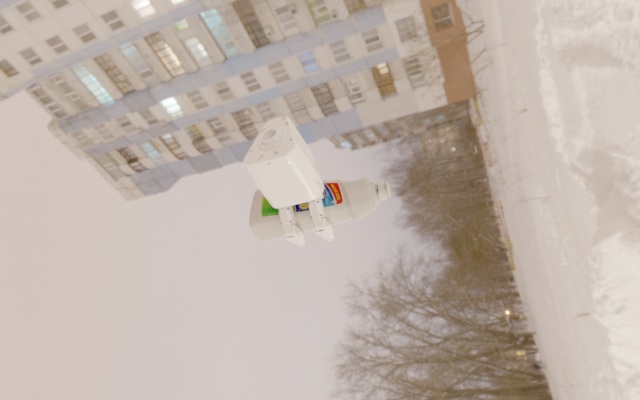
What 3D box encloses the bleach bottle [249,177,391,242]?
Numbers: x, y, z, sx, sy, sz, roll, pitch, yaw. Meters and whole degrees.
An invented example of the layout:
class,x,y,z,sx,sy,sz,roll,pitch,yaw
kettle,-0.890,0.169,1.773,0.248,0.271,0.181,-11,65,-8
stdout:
class,x,y,z,sx,sy,sz,roll,pitch,yaw
bleach bottle,0.000,0.003,0.846,0.251,0.102,0.068,-13,-45,19
